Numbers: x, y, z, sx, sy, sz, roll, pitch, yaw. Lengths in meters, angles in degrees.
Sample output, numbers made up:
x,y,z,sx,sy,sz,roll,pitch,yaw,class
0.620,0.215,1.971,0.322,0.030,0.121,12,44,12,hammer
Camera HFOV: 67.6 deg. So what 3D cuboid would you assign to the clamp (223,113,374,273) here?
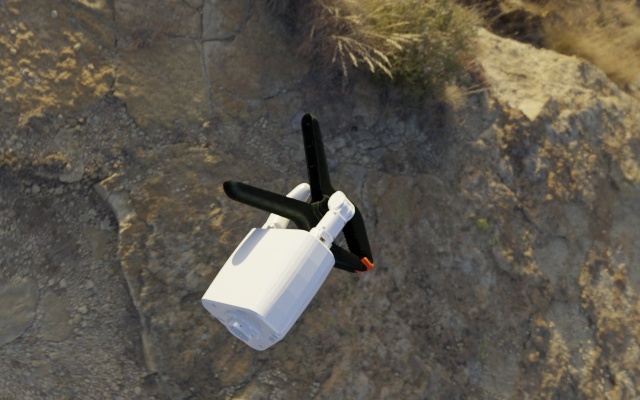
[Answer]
x,y,z,sx,sy,sz,roll,pitch,yaw,class
0.001,0.002,0.597,0.036,0.210,0.164,-20,28,54,clamp
